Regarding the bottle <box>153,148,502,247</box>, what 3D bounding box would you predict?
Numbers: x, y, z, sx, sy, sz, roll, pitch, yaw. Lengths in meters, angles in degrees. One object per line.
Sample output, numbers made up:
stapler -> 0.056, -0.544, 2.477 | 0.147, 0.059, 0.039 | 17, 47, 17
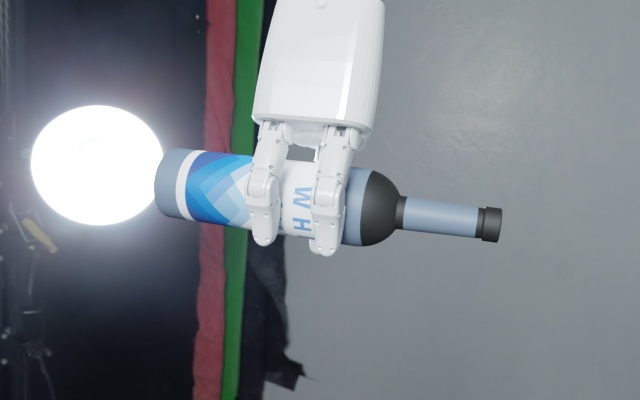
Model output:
bottle -> 0.000, 0.001, 0.414 | 0.295, 0.069, 0.069 | 7, 2, 17
